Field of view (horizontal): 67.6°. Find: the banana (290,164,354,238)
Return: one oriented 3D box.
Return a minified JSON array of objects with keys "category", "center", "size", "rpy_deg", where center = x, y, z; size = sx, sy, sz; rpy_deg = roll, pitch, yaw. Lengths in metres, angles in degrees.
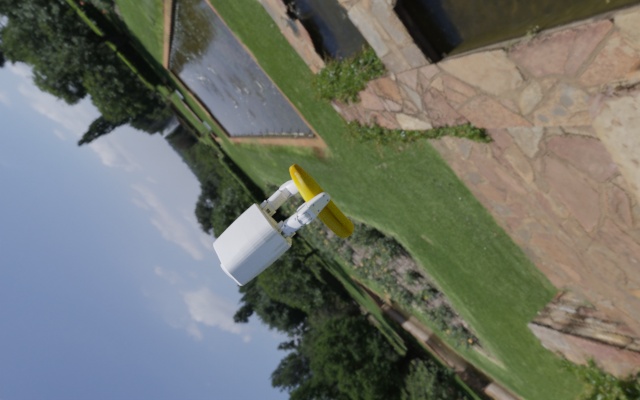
[{"category":"banana","center":[0.010,0.015,0.827],"size":[0.198,0.037,0.069],"rpy_deg":[48,3,-43]}]
